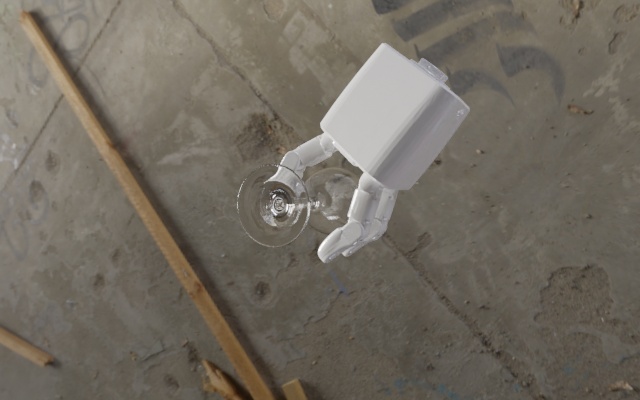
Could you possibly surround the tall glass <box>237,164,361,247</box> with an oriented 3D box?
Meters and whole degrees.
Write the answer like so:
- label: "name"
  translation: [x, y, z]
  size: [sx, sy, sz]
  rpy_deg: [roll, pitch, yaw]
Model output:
- label: "tall glass"
  translation: [0.000, 0.002, 0.511]
  size: [0.079, 0.079, 0.201]
  rpy_deg: [0, 1, 25]
